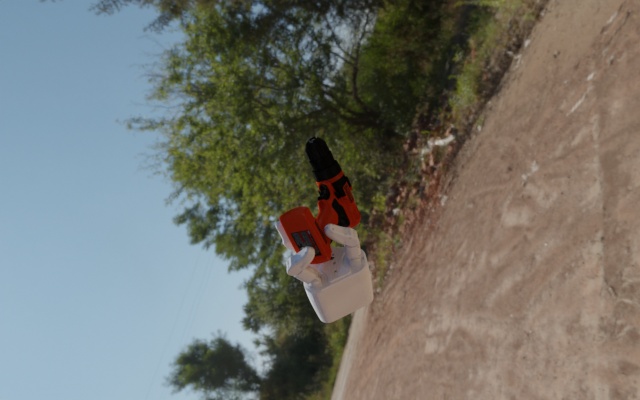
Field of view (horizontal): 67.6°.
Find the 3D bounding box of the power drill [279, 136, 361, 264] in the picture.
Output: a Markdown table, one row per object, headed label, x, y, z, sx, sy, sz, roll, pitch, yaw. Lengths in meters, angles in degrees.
| label | x | y | z | sx | sy | sz | roll | pitch | yaw |
| --- | --- | --- | --- | --- | --- | --- | --- | --- | --- |
| power drill | 0.000 | 0.003 | 0.811 | 0.057 | 0.184 | 0.187 | -15 | 24 | 31 |
